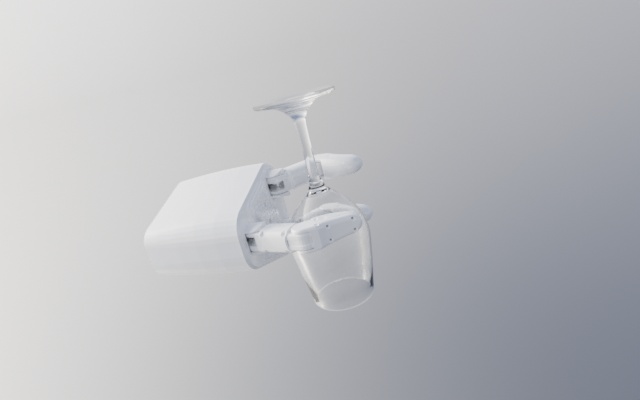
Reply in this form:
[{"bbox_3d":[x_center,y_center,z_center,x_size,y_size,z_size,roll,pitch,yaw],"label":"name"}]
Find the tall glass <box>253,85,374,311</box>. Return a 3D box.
[{"bbox_3d":[0.000,0.001,0.446,0.079,0.201,0.079,-13,18,4],"label":"tall glass"}]
